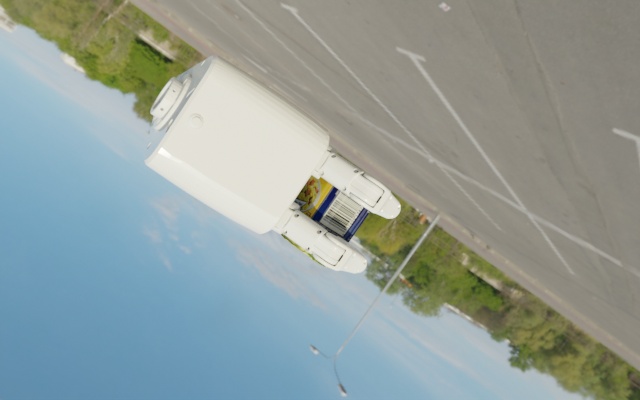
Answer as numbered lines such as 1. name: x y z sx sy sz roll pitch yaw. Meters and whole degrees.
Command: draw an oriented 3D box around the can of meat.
1. can of meat: 0.000 0.002 0.437 0.057 0.084 0.102 33 4 -31
